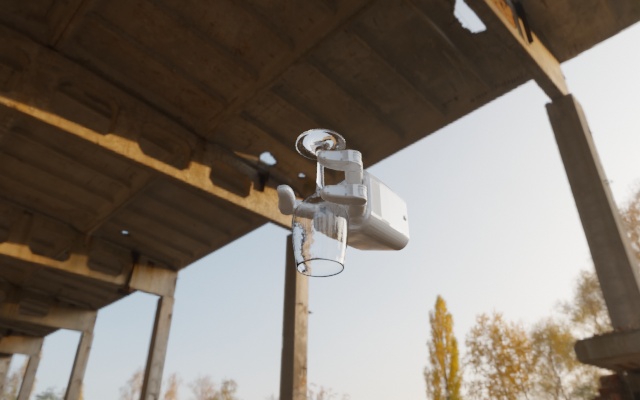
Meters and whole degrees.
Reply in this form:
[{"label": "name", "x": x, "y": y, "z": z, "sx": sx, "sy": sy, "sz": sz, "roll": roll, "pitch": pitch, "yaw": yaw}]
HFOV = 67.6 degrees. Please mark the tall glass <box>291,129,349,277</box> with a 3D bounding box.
[{"label": "tall glass", "x": 0.000, "y": 0.002, "z": 0.664, "sx": 0.079, "sy": 0.201, "sz": 0.079, "roll": 0, "pitch": -31, "yaw": 0}]
